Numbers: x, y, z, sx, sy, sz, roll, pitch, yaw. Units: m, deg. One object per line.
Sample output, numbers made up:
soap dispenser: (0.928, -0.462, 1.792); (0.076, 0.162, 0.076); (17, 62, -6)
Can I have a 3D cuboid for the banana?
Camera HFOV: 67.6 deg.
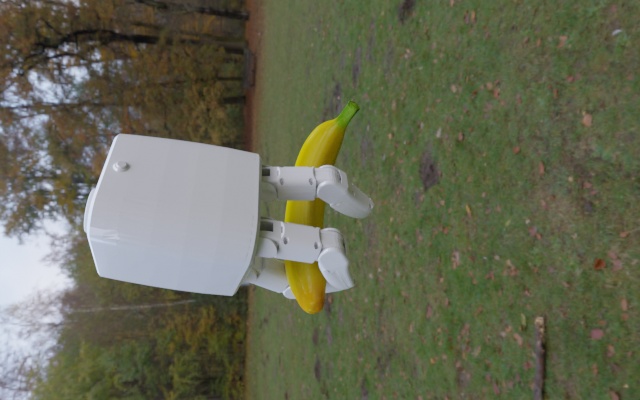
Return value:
banana: (-0.007, 0.004, 0.426); (0.037, 0.197, 0.070); (18, -24, -19)
